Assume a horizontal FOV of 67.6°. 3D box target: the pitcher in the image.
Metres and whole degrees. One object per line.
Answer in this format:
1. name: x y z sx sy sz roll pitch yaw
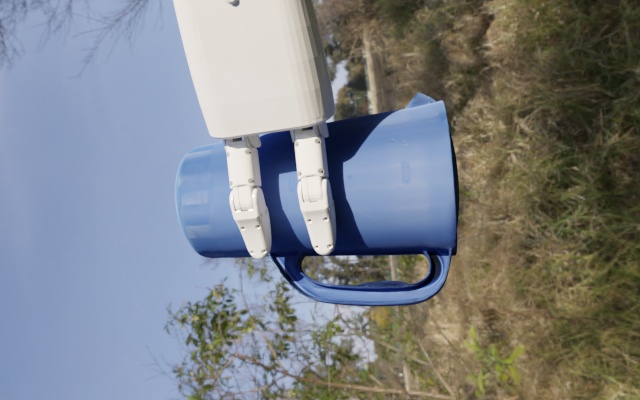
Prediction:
1. pitcher: 0.000 0.001 0.432 0.243 0.145 0.149 -6 28 12
